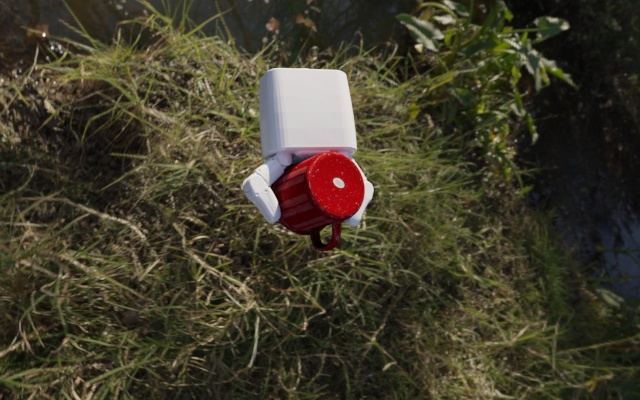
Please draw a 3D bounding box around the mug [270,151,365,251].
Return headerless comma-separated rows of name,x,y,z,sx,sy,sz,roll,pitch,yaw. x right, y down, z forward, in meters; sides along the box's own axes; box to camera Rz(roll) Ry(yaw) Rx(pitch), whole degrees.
mug,0.000,0.003,0.567,0.093,0.117,0.081,0,-11,-32
